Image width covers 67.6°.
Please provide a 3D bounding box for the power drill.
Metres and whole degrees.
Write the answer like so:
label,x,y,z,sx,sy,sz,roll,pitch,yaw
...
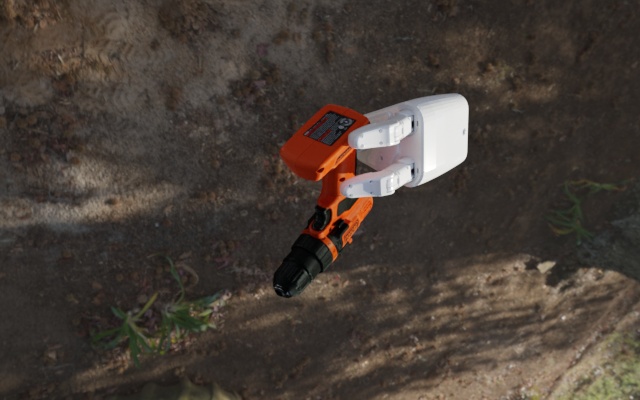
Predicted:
label,x,y,z,sx,sy,sz,roll,pitch,yaw
power drill,0.000,0.001,0.542,0.057,0.188,0.184,24,54,22
